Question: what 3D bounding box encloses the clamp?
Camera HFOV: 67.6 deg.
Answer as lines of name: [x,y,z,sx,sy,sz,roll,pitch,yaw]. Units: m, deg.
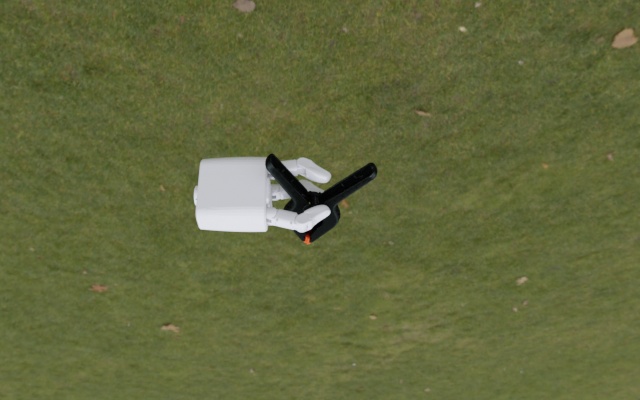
clamp: [0.000,0.003,0.765,0.164,0.036,0.210,1,-38,-1]
